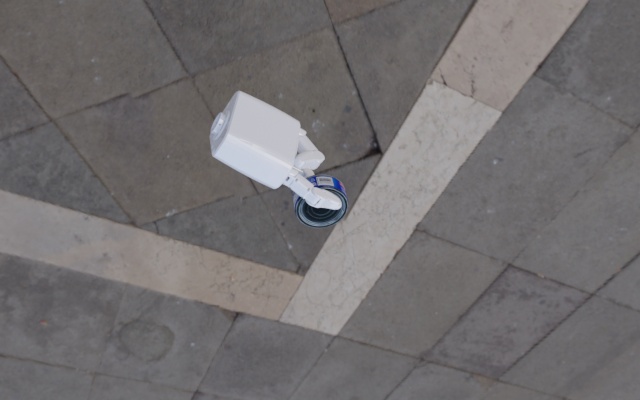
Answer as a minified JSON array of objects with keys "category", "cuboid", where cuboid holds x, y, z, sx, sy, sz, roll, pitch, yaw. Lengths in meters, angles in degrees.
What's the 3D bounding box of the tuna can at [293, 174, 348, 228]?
[{"category":"tuna can","cuboid":[0.000,0.003,0.753,0.086,0.086,0.033,0,39,-11]}]
